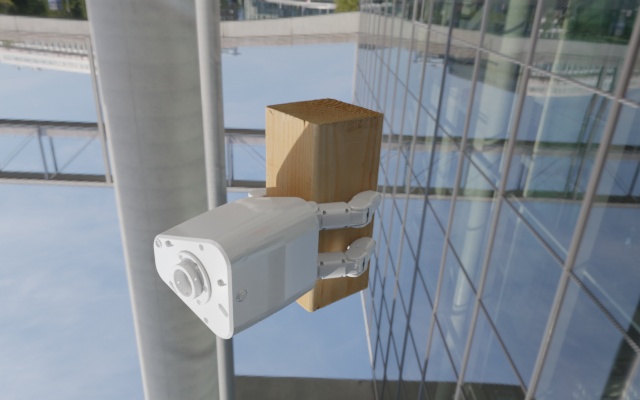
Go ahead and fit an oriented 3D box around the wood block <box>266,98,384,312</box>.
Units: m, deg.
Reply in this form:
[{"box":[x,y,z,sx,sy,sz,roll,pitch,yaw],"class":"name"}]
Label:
[{"box":[0.000,0.002,0.524,0.090,0.206,0.090,-16,30,-36],"class":"wood block"}]
